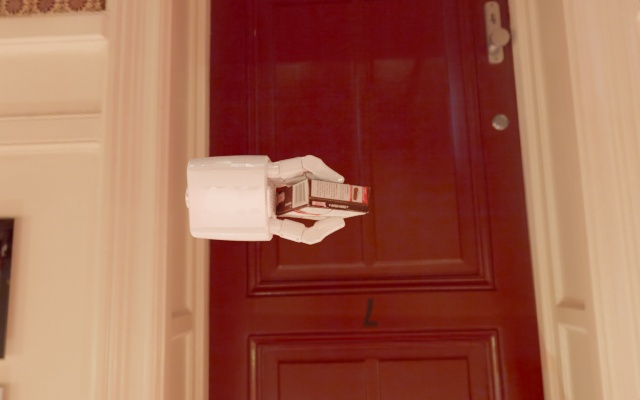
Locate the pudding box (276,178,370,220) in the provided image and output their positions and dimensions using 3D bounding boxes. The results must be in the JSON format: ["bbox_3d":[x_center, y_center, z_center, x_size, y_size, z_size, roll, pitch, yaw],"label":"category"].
[{"bbox_3d":[0.000,0.002,0.642,0.090,0.039,0.113,6,-9,-25],"label":"pudding box"}]
